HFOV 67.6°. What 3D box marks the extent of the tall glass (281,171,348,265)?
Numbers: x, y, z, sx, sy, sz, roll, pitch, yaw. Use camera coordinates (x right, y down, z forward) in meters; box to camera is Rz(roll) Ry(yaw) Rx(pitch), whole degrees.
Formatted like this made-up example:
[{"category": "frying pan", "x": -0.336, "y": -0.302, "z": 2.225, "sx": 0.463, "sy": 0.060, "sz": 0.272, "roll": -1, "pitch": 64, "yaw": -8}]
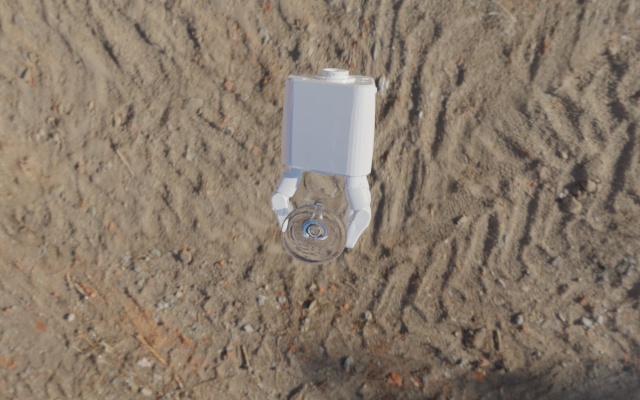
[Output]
[{"category": "tall glass", "x": 0.000, "y": 0.002, "z": 0.620, "sx": 0.079, "sy": 0.079, "sz": 0.201, "roll": 0, "pitch": 21, "yaw": 5}]
